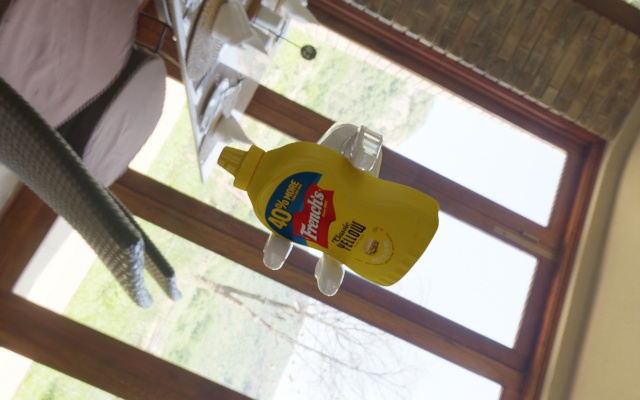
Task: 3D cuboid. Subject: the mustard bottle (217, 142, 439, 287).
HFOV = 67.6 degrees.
[{"bbox_3d":[0.000,0.002,0.421,0.191,0.096,0.058,26,38,-6],"label":"mustard bottle"}]
